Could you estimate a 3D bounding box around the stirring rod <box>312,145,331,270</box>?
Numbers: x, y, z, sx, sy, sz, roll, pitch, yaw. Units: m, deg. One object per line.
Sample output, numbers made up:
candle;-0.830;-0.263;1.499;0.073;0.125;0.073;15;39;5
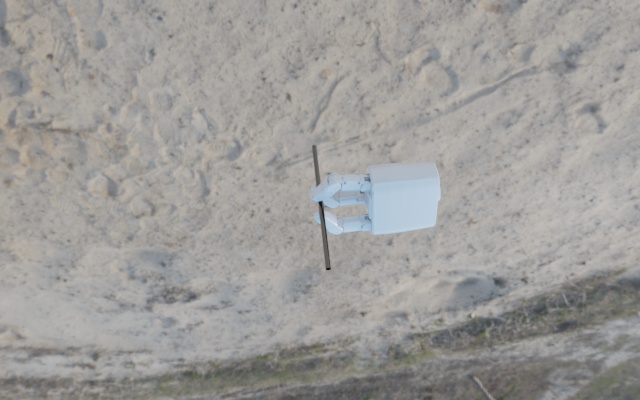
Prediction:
stirring rod;0.000;0.002;0.758;0.011;0.239;0.011;-4;-36;-3
